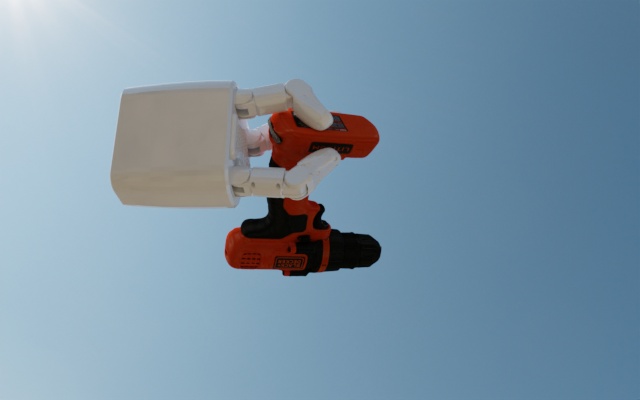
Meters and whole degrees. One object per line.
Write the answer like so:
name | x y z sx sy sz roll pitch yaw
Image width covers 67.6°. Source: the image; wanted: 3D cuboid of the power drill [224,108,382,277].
power drill | 0.000 0.001 0.507 0.184 0.188 0.057 2 33 -21
